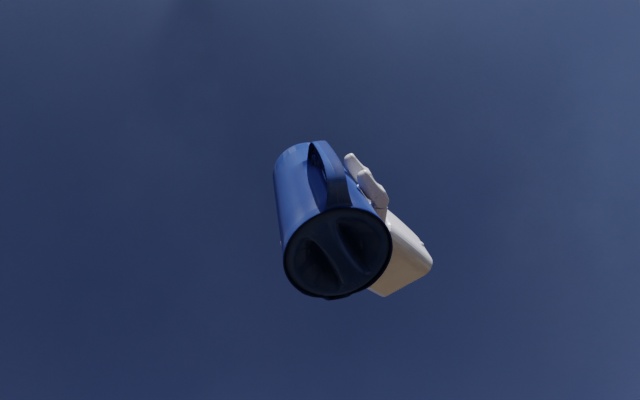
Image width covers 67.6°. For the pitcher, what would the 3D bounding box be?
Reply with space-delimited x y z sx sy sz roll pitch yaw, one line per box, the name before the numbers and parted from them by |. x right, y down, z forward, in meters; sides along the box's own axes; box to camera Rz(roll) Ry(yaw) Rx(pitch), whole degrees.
pitcher | 0.000 0.002 0.656 0.145 0.149 0.242 36 16 -28
